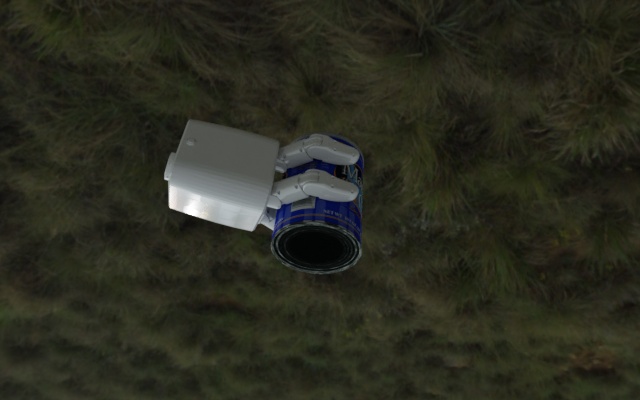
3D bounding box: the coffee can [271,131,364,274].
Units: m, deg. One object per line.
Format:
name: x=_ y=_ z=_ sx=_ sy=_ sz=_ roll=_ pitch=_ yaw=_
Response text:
coffee can: x=0.000 y=0.002 z=0.575 sx=0.103 sy=0.140 sz=0.103 roll=3 pitch=-39 yaw=3
